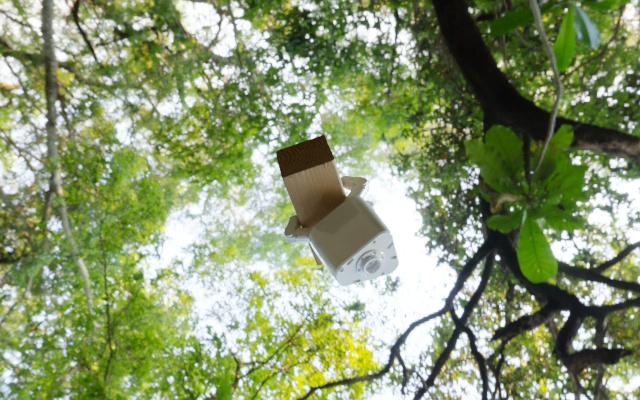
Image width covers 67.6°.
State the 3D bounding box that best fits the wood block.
[{"bbox_3d":[0.000,0.003,0.841,0.091,0.206,0.090,-19,37,0],"label":"wood block"}]
